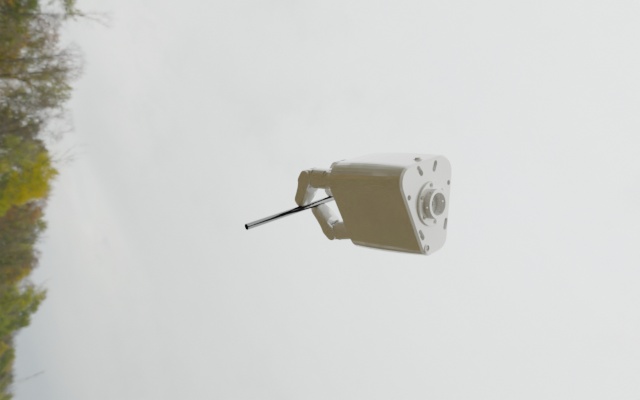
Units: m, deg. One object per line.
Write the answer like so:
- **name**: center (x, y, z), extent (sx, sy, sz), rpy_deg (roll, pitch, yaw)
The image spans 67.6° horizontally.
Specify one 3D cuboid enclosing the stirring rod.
- **stirring rod**: center (0.000, 0.002, 0.646), extent (0.239, 0.011, 0.011), rpy_deg (-18, 12, -39)
